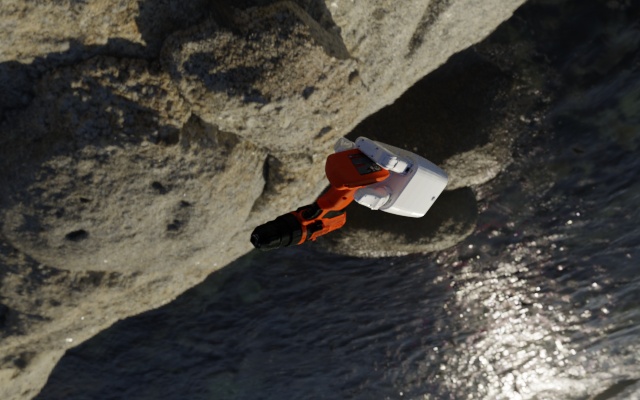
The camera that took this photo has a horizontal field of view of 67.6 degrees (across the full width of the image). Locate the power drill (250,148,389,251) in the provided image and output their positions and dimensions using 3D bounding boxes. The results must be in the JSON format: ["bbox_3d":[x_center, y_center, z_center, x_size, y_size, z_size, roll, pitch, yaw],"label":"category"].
[{"bbox_3d":[0.001,0.002,0.709,0.184,0.057,0.188,-18,-21,-43],"label":"power drill"}]
